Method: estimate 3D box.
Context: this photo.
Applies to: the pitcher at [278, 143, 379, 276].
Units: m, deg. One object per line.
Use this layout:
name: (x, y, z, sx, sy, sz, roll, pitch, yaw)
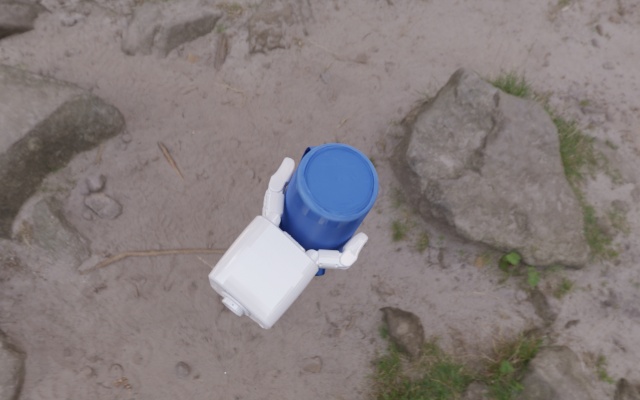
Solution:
pitcher: (0.000, 0.002, 0.708, 0.149, 0.145, 0.243, 39, -22, 4)
